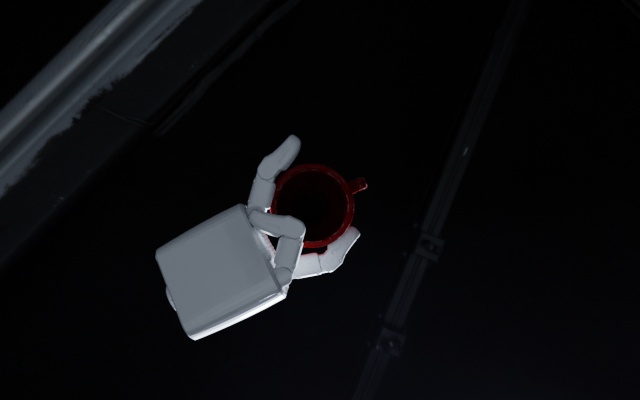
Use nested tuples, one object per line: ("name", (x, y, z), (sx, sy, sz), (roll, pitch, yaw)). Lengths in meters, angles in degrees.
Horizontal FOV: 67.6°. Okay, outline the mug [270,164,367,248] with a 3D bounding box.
("mug", (0.001, 0.001, 0.565), (0.117, 0.093, 0.081), (-27, -1, -3))
